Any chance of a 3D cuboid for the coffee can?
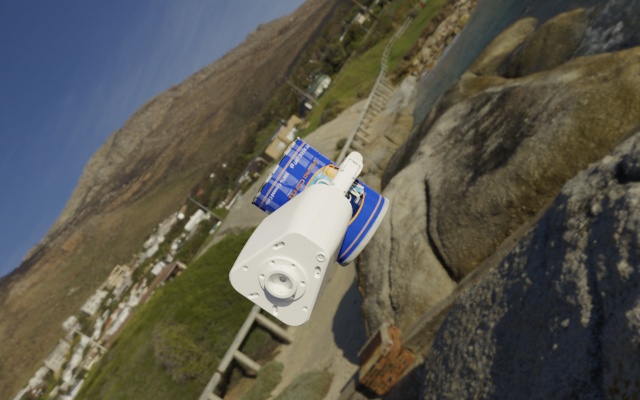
[{"bbox_3d":[0.000,0.002,0.600,0.140,0.103,0.103,35,-2,-3],"label":"coffee can"}]
